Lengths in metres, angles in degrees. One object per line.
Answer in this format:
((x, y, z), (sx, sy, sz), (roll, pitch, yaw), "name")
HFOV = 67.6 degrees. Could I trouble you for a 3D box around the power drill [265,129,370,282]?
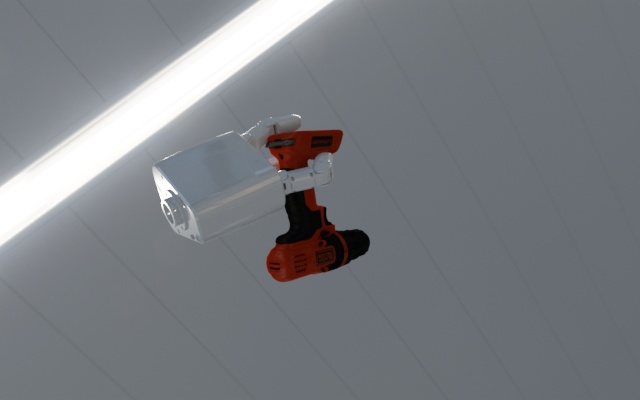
((0.000, 0.002, 0.631), (0.057, 0.187, 0.184), (-3, 4, 40), "power drill")
